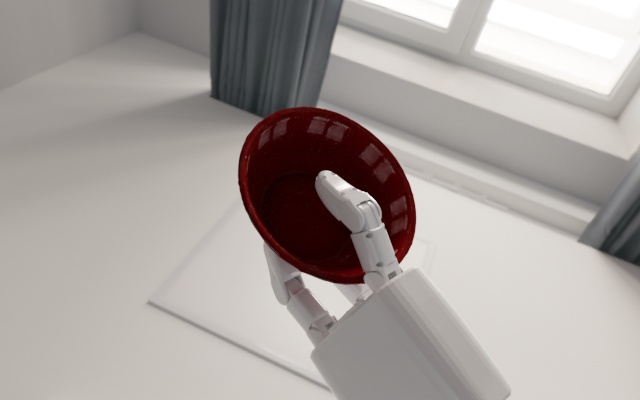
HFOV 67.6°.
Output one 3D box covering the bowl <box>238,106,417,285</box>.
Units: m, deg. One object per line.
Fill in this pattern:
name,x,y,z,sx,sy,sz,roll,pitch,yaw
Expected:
bowl,-0.001,0.000,0.407,0.162,0.162,0.055,0,-26,-29
